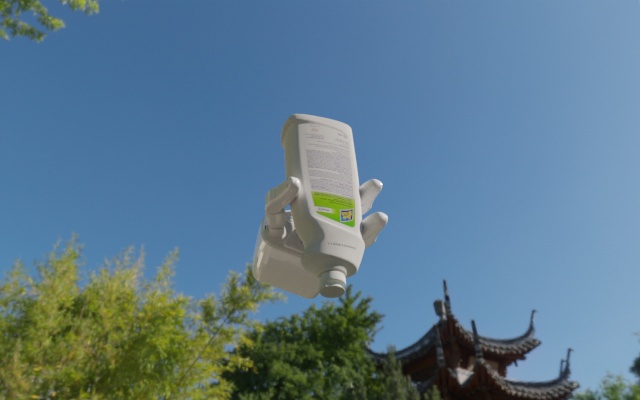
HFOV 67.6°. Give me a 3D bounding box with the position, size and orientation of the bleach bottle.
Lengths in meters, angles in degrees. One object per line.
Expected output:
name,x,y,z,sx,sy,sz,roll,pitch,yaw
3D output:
bleach bottle,0.000,0.002,0.601,0.102,0.250,0.068,8,-40,-13
